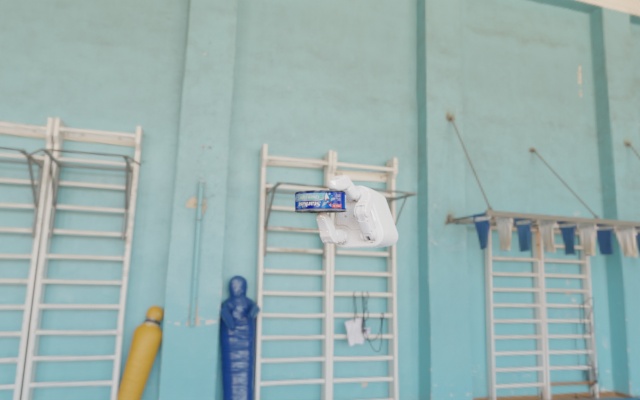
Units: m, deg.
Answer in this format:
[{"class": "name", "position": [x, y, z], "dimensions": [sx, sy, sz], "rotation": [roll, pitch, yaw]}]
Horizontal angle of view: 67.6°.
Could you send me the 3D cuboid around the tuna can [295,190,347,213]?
[{"class": "tuna can", "position": [0.000, 0.002, 0.786], "dimensions": [0.086, 0.034, 0.086], "rotation": [0, -4, 0]}]
